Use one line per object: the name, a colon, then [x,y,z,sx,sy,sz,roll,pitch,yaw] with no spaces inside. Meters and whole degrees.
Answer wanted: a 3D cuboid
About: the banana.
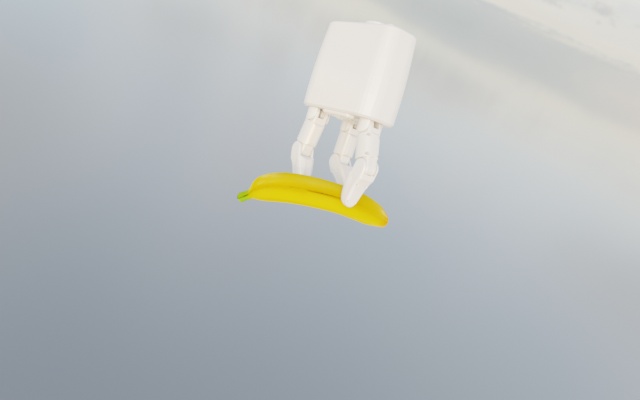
banana: [0.001,-0.003,0.584,0.198,0.037,0.070,12,-15,-12]
